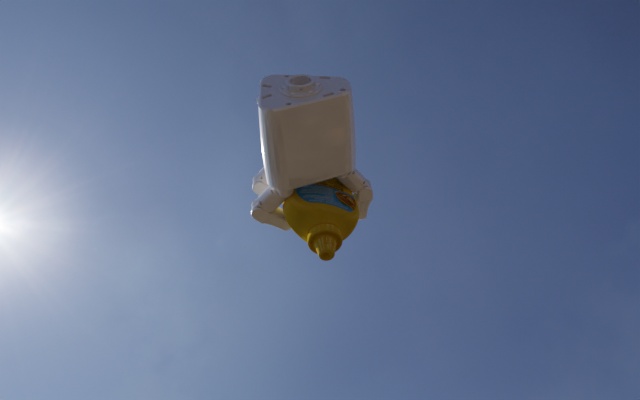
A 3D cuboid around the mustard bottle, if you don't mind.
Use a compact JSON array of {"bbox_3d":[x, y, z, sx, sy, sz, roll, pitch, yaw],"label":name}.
[{"bbox_3d":[0.000,0.002,0.609,0.096,0.058,0.191,14,35,-16],"label":"mustard bottle"}]
